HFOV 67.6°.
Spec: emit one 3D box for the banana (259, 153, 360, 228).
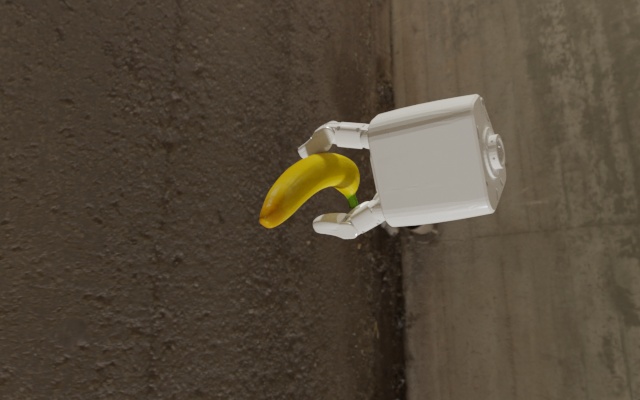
[{"bbox_3d":[-0.001,-0.017,0.517,0.037,0.069,0.198,-6,2,32],"label":"banana"}]
